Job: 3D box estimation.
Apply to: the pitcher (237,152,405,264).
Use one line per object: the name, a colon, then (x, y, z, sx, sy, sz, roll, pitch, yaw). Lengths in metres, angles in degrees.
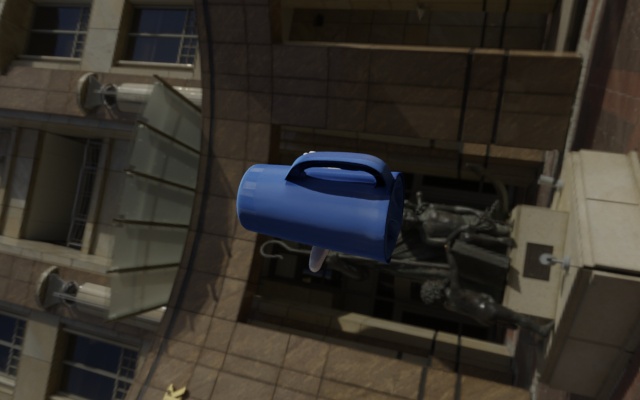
pitcher: (0.000, 0.002, 0.718, 0.243, 0.149, 0.145, 8, 3, 18)
